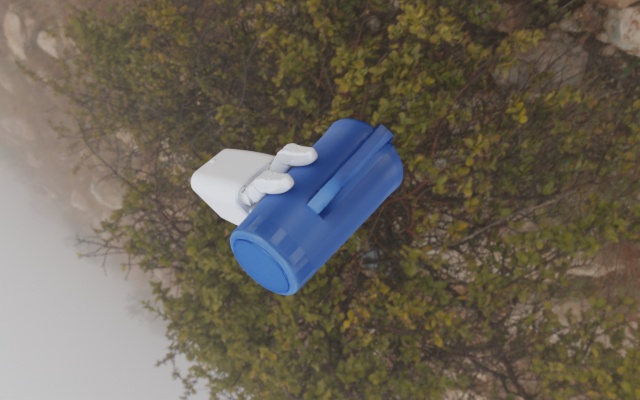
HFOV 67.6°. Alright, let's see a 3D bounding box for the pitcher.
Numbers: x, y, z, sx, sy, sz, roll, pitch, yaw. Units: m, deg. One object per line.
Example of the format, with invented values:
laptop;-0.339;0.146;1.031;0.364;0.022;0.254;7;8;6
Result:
pitcher;0.000;0.002;0.633;0.145;0.149;0.242;15;48;36
